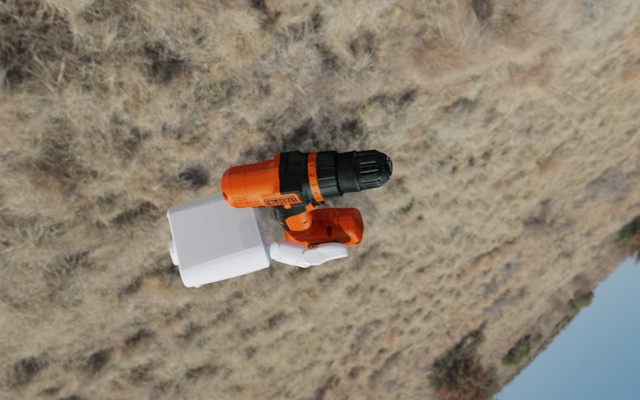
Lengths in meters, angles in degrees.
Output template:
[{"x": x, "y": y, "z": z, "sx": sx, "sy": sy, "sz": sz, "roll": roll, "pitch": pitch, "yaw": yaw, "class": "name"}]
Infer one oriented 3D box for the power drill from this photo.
[{"x": 0.000, "y": 0.002, "z": 0.565, "sx": 0.184, "sy": 0.057, "sz": 0.188, "roll": -5, "pitch": -26, "yaw": 13, "class": "power drill"}]
